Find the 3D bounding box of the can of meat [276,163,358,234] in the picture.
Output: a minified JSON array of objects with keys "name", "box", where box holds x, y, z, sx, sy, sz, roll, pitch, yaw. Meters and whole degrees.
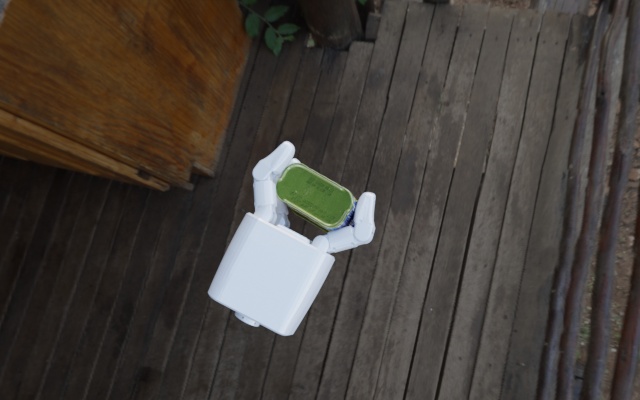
[{"name":"can of meat","box":[0.000,0.002,0.594,0.102,0.057,0.084,30,-4,17]}]
